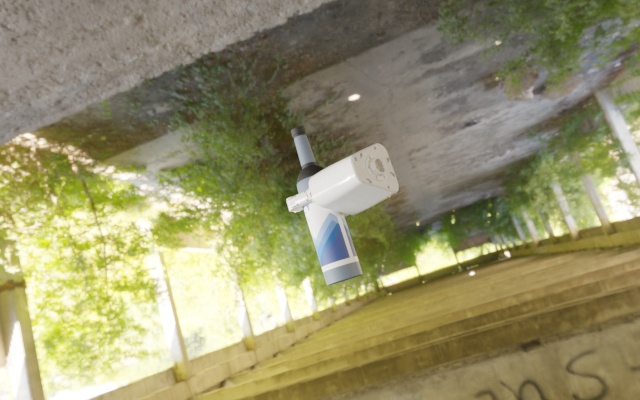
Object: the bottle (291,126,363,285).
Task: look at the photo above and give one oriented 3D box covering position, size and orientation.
[{"bbox_3d":[0.000,0.003,0.871,0.069,0.295,0.069,-17,-11,-3],"label":"bottle"}]
